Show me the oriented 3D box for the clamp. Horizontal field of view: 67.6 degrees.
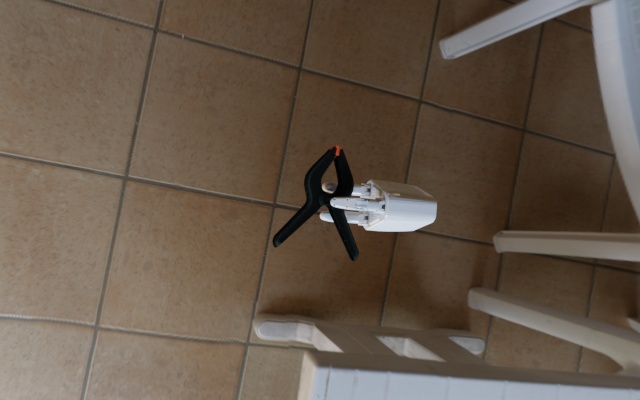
[{"bbox_3d":[0.001,0.002,0.865,0.164,0.210,0.036,5,0,-19],"label":"clamp"}]
